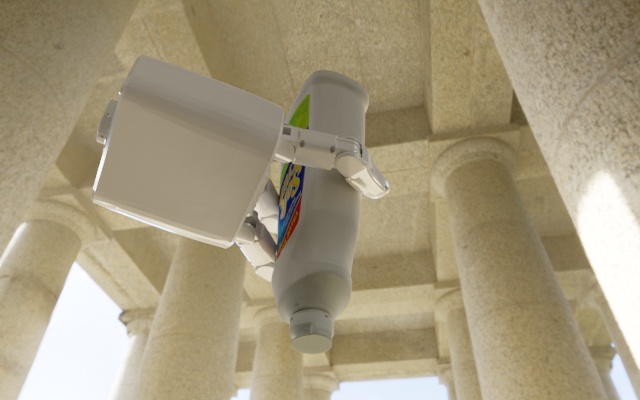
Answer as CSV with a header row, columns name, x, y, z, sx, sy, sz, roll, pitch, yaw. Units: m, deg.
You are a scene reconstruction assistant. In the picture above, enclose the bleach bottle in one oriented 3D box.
name,x,y,z,sx,sy,sz,roll,pitch,yaw
bleach bottle,0.000,0.001,0.402,0.068,0.250,0.103,20,-46,-18
